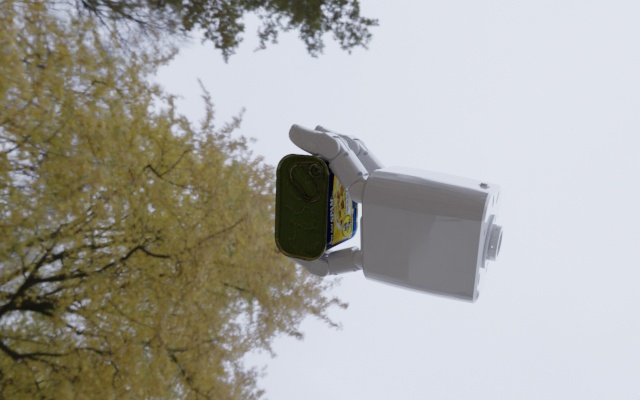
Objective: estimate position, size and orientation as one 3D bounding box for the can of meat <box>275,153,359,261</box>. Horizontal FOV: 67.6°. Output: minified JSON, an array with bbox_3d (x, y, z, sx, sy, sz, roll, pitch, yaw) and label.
[{"bbox_3d":[0.000,0.002,0.490,0.057,0.102,0.084,7,11,28],"label":"can of meat"}]
